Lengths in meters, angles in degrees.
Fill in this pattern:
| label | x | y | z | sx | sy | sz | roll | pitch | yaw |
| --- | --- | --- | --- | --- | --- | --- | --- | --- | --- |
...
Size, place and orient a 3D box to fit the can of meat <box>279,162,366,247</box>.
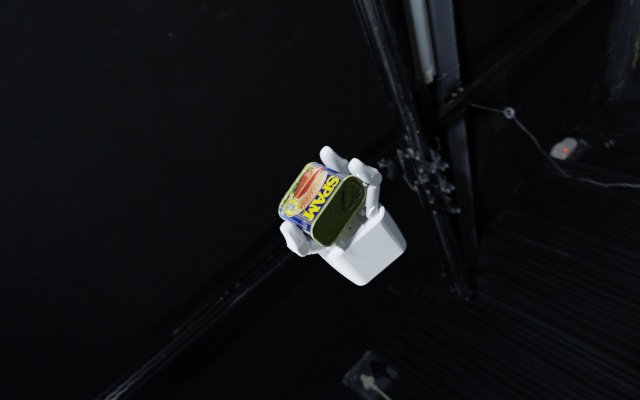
| label | x | y | z | sx | sy | sz | roll | pitch | yaw |
| --- | --- | --- | --- | --- | --- | --- | --- | --- | --- |
| can of meat | 0.000 | 0.002 | 0.670 | 0.084 | 0.102 | 0.057 | 26 | -12 | 45 |
